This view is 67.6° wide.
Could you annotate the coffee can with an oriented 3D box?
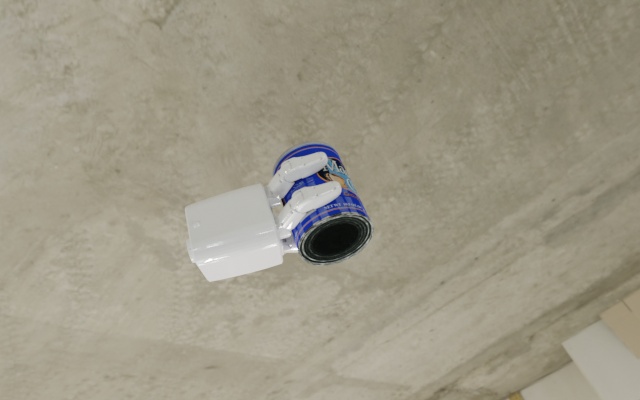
[{"bbox_3d":[0.000,0.002,0.652,0.103,0.140,0.103,-13,-41,-11],"label":"coffee can"}]
